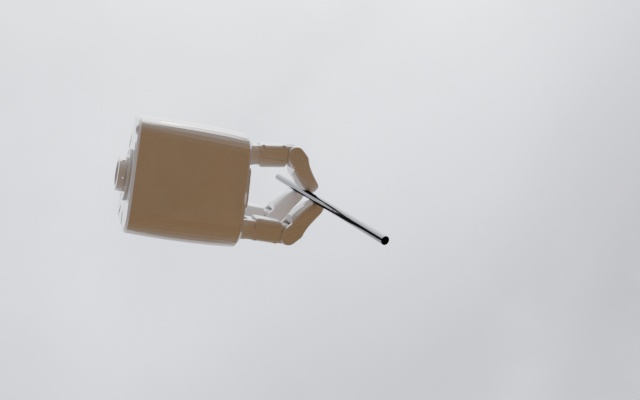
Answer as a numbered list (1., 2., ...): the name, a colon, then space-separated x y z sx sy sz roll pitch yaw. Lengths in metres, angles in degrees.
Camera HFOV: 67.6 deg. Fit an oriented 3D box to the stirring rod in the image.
1. stirring rod: 0.000 0.002 0.491 0.011 0.011 0.239 0 15 -27
